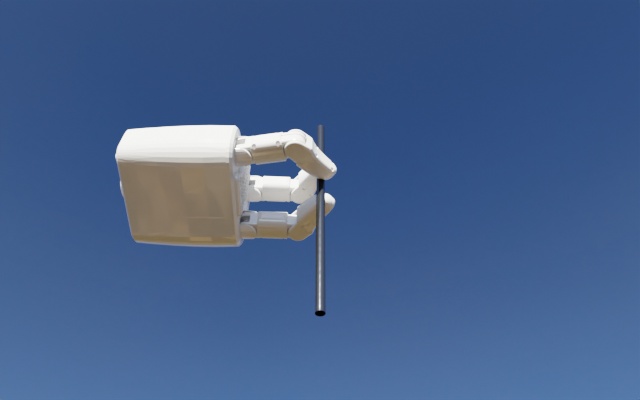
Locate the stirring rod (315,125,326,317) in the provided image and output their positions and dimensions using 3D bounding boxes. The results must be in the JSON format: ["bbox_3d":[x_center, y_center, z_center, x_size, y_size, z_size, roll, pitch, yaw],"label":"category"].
[{"bbox_3d":[0.000,0.001,0.438,0.011,0.011,0.239,0,43,0],"label":"stirring rod"}]
